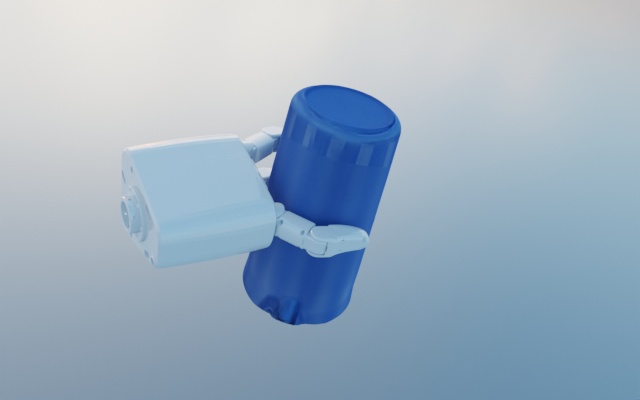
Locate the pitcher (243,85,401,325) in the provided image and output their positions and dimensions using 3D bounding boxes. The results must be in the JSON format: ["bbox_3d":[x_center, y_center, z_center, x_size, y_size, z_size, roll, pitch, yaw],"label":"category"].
[{"bbox_3d":[0.000,0.002,0.519,0.145,0.243,0.149,-11,43,-34],"label":"pitcher"}]
